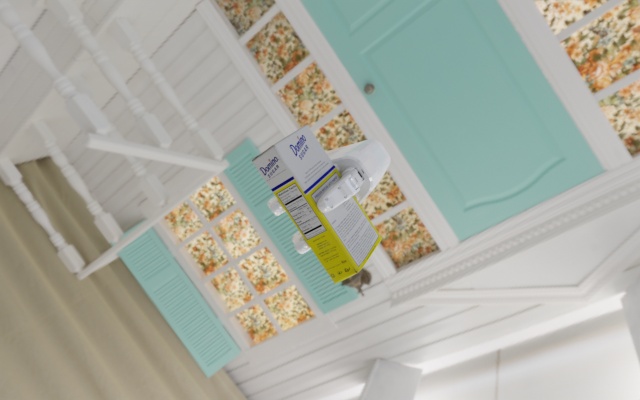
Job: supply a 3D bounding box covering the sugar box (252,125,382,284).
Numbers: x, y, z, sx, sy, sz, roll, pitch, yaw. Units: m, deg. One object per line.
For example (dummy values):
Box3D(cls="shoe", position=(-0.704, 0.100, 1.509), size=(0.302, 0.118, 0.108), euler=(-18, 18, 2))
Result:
Box3D(cls="sugar box", position=(0.000, 0.002, 0.579), size=(0.048, 0.176, 0.093), euler=(-32, 6, 33))
